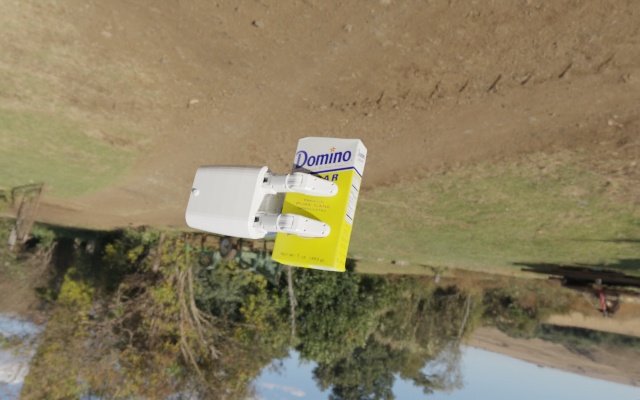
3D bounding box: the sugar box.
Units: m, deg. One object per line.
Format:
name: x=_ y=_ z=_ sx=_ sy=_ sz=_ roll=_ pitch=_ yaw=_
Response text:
sugar box: x=0.000 y=0.002 z=0.642 sx=0.093 sy=0.176 sz=0.048 roll=5 pitch=-13 yaw=23
